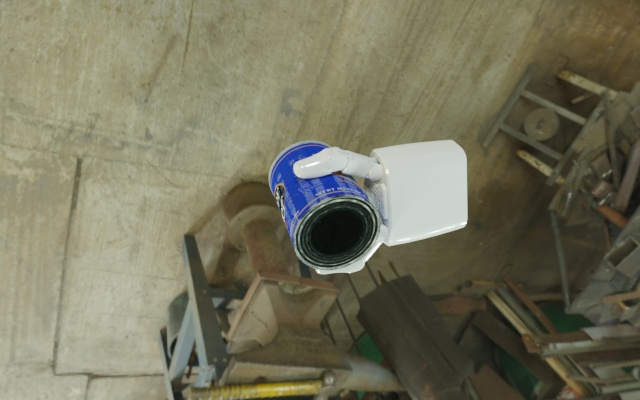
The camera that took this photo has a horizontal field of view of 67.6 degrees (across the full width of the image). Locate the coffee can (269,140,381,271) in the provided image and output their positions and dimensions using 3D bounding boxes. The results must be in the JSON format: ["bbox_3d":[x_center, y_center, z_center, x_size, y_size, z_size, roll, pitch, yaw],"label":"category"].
[{"bbox_3d":[0.000,0.002,0.586,0.103,0.103,0.140,0,32,-19],"label":"coffee can"}]
